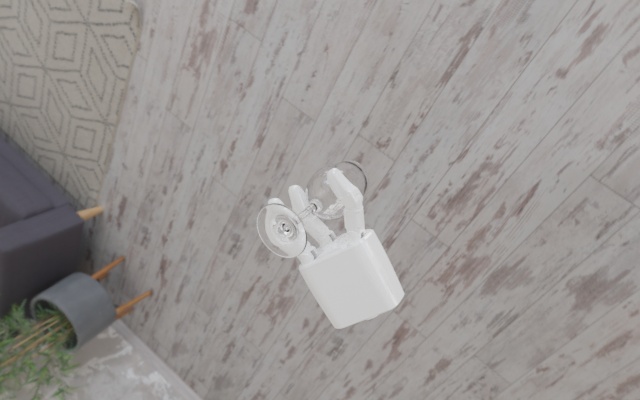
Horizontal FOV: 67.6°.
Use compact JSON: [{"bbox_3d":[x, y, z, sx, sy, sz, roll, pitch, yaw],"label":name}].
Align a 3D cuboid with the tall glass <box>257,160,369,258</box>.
[{"bbox_3d":[0.000,0.002,0.668,0.079,0.079,0.201,0,22,32],"label":"tall glass"}]
